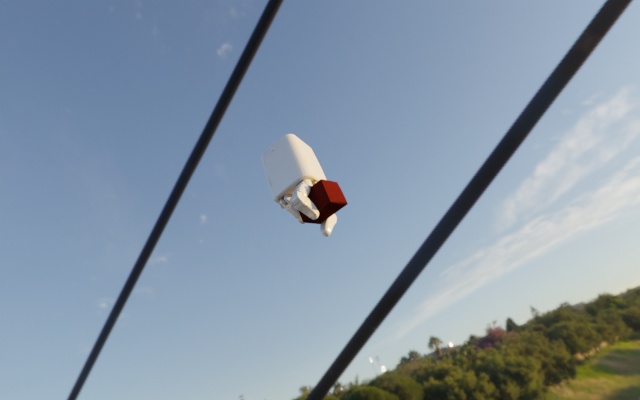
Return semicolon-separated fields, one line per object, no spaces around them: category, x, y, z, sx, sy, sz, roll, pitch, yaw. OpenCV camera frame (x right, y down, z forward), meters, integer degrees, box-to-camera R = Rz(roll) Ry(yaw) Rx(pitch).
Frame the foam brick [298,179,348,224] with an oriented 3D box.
foam brick;0.000;0.003;0.899;0.078;0.051;0.053;-37;-28;31
